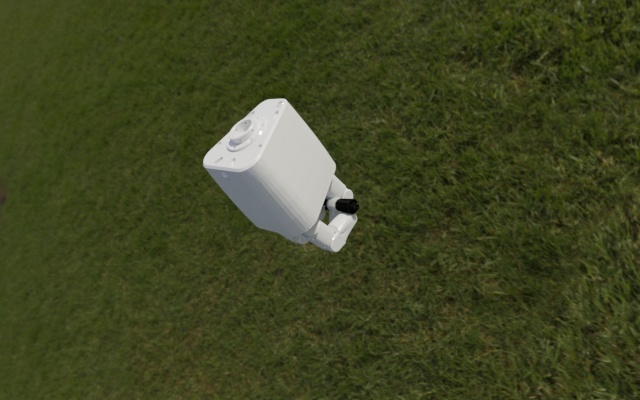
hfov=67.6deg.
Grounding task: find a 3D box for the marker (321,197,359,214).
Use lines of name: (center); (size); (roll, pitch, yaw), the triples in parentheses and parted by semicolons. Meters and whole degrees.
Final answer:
marker: (0.000, 0.002, 0.605); (0.121, 0.020, 0.020); (8, 5, 44)
